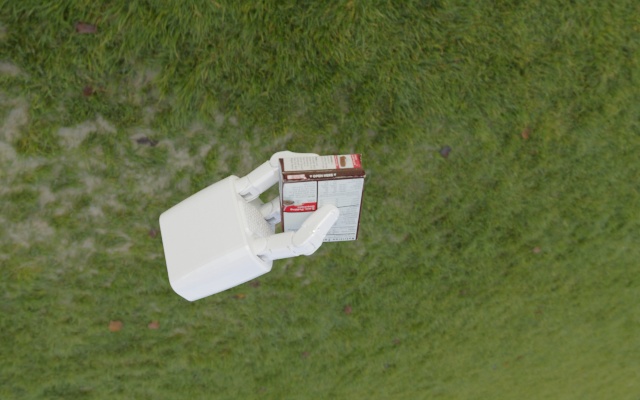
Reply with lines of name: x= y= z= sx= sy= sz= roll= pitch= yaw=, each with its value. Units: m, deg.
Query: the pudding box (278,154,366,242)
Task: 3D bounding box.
pudding box: x=0.000 y=0.002 z=0.533 sx=0.090 sy=0.039 sz=0.114 roll=-4 pitch=-40 yaw=-6
